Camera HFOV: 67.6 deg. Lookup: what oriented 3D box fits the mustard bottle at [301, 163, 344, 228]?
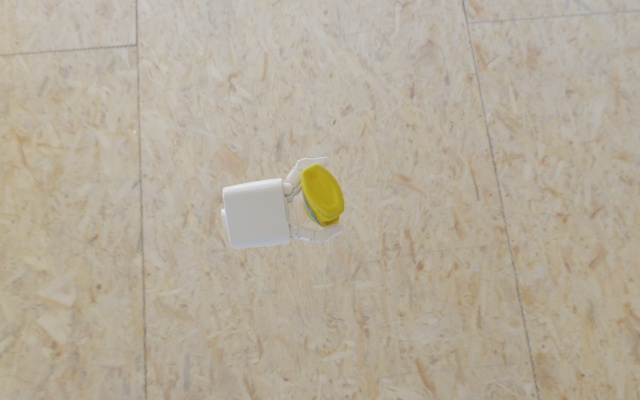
[{"bbox_3d":[0.000,0.003,0.877,0.058,0.096,0.192,-32,-10,-9],"label":"mustard bottle"}]
